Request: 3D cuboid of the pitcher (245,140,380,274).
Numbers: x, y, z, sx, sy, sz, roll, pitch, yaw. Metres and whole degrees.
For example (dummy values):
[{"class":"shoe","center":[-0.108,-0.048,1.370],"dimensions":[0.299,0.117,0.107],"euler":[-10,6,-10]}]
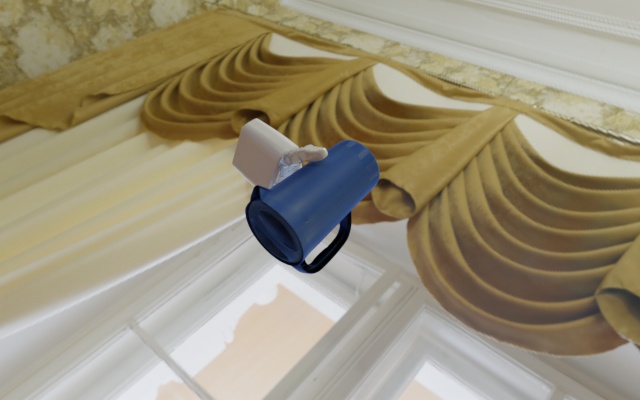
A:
[{"class":"pitcher","center":[0.000,0.003,0.850],"dimensions":[0.145,0.149,0.242],"euler":[36,55,21]}]
